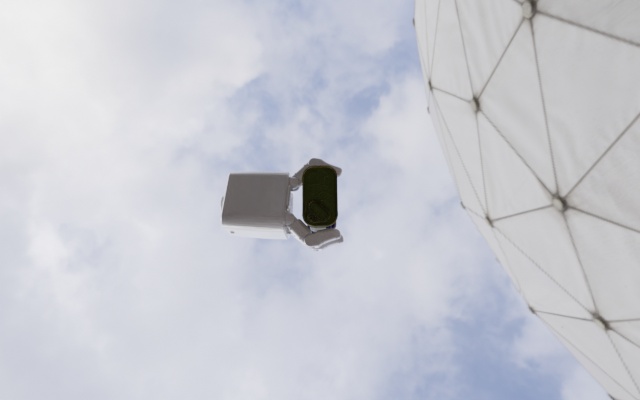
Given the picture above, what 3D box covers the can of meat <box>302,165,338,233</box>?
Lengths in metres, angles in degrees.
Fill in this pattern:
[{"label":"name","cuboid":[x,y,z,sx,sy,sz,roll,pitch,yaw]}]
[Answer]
[{"label":"can of meat","cuboid":[0.000,0.003,0.806,0.057,0.102,0.084,-1,-15,1]}]
